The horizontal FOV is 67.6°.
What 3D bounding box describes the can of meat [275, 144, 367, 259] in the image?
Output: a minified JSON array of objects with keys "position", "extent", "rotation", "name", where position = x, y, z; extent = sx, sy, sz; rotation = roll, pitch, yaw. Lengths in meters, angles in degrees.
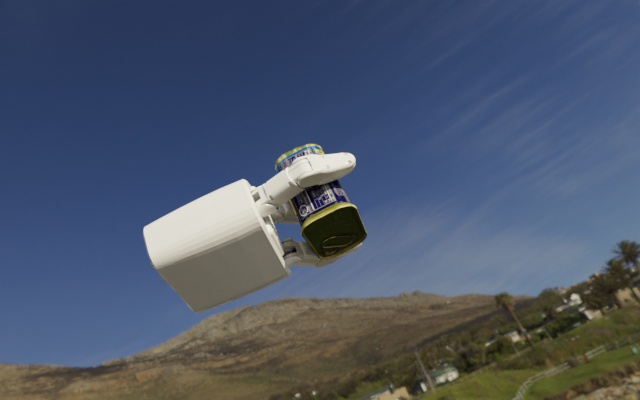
[{"position":[0.000,0.001,0.491],"extent":[0.057,0.084,0.102],"rotation":[-27,-29,2],"name":"can of meat"}]
